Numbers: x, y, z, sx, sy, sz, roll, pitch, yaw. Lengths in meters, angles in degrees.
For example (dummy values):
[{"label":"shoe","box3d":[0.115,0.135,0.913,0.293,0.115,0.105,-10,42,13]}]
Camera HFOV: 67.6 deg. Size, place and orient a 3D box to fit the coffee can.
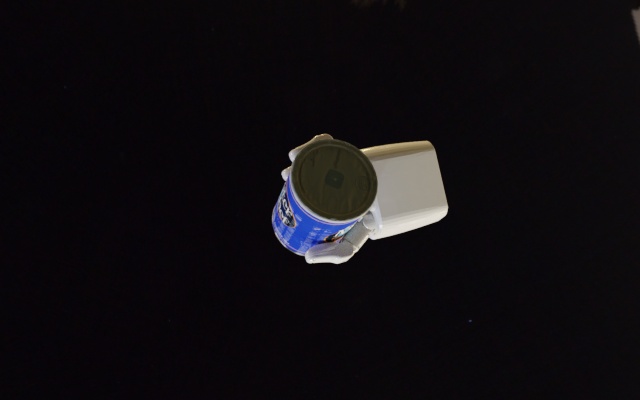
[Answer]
[{"label":"coffee can","box3d":[0.000,0.002,0.598,0.103,0.102,0.140,0,-22,-15]}]
